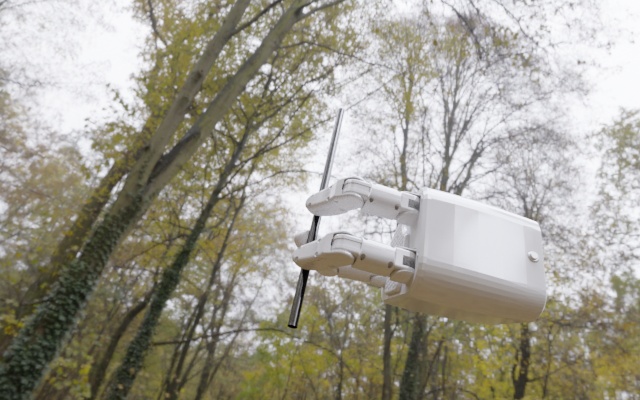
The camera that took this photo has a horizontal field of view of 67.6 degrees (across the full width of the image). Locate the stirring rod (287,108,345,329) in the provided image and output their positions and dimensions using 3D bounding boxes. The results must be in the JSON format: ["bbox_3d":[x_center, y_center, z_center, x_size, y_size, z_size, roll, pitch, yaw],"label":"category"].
[{"bbox_3d":[0.000,0.002,0.439,0.011,0.239,0.011,9,-35,6],"label":"stirring rod"}]
